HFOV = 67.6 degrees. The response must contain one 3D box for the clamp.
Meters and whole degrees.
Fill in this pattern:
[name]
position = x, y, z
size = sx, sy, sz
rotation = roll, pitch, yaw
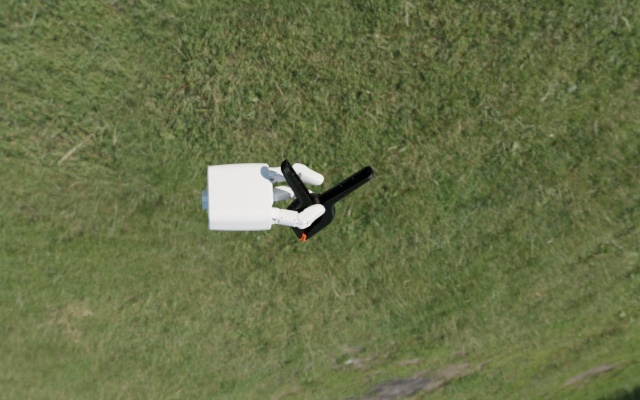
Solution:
[clamp]
position = 0.000, 0.004, 0.874
size = 0.164, 0.036, 0.210
rotation = 0, -40, -12
